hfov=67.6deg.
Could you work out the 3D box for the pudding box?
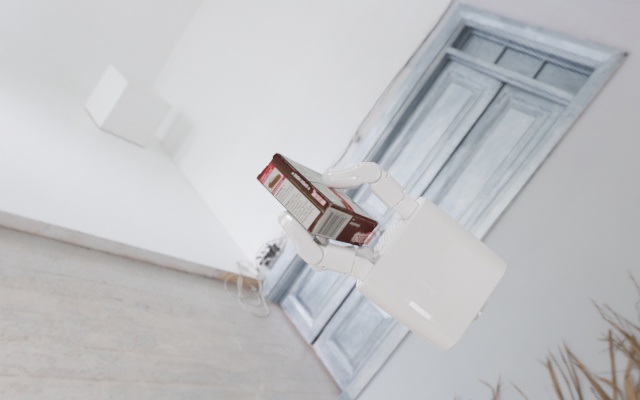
[{"bbox_3d":[0.000,0.002,0.496,0.090,0.039,0.113,43,9,30],"label":"pudding box"}]
